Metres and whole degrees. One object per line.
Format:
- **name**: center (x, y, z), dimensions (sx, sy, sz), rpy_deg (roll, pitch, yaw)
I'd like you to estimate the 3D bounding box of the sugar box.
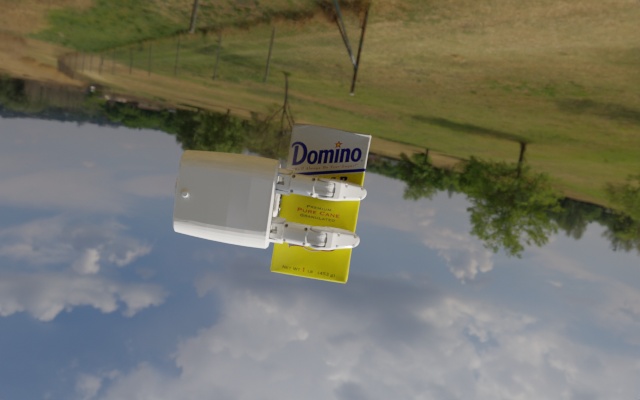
- **sugar box**: center (0.000, 0.002, 0.566), dimensions (0.093, 0.176, 0.048), rpy_deg (8, 7, 0)
